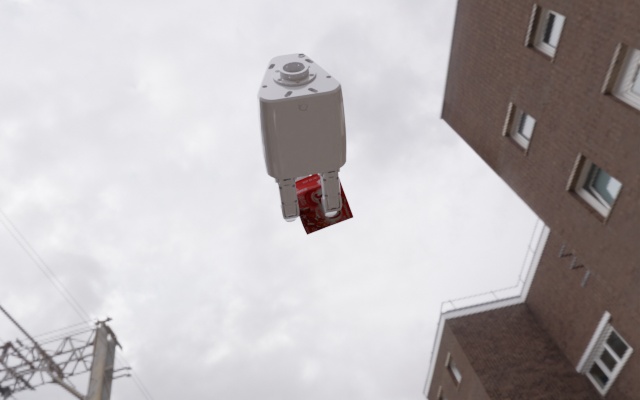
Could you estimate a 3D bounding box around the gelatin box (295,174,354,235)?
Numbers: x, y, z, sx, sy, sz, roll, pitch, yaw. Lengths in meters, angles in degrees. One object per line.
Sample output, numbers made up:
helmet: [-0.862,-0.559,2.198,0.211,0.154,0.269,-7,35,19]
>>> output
gelatin box: [0.000,0.002,0.664,0.073,0.030,0.089,-21,-42,1]
